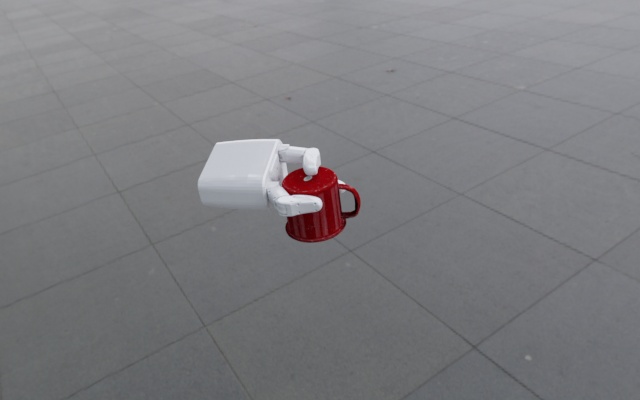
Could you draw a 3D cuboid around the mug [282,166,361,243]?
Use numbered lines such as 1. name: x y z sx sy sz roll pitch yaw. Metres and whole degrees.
1. mug: 0.001 0.002 0.698 0.117 0.081 0.093 0 32 12
